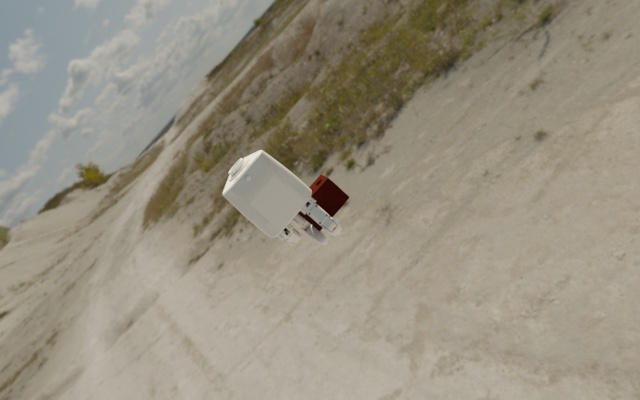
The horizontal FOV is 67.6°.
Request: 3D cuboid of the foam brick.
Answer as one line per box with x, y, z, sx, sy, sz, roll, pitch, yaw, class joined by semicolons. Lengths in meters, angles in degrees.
0.000;0.002;0.795;0.051;0.078;0.053;42;-2;-16;foam brick
